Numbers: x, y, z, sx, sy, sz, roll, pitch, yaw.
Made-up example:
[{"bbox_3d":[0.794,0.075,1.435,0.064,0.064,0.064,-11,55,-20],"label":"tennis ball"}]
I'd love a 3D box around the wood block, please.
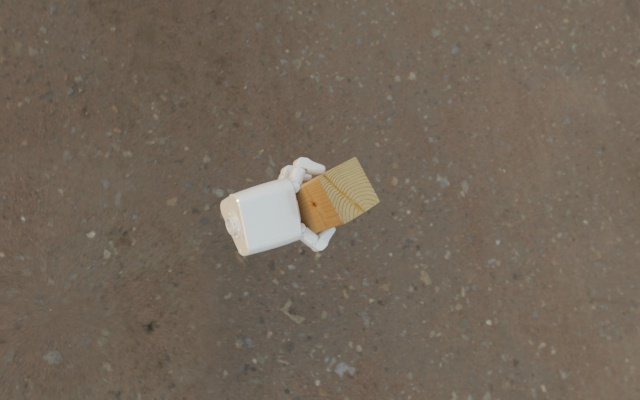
[{"bbox_3d":[0.000,0.003,0.880,0.090,0.091,0.206,-30,4,-31],"label":"wood block"}]
